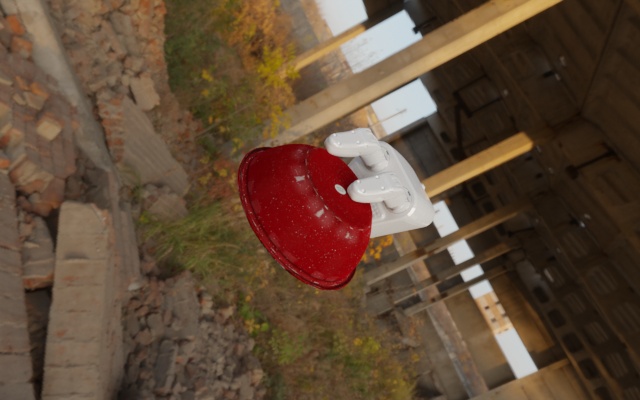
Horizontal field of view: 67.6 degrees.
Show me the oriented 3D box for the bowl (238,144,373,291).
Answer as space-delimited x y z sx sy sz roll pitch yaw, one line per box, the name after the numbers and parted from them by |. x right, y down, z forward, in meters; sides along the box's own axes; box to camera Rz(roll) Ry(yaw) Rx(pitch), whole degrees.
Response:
0.000 0.001 0.458 0.055 0.162 0.162 -36 -19 29 | bowl
